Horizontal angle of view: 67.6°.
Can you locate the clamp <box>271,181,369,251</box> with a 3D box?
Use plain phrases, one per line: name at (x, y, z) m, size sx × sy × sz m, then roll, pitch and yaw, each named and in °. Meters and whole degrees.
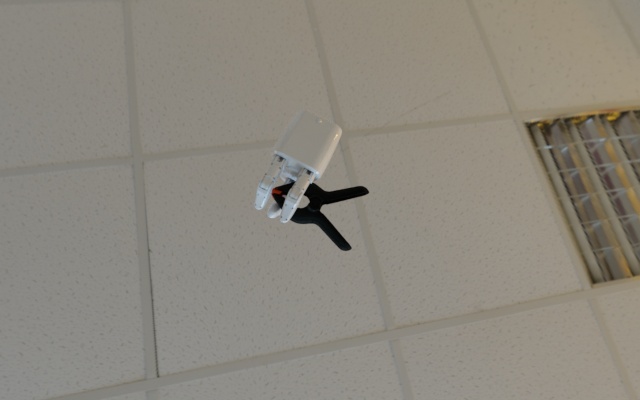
clamp at (0.000, 0.003, 0.847) m, size 0.171 × 0.120 × 0.039 m, roll 27°, pitch -21°, yaw 4°
